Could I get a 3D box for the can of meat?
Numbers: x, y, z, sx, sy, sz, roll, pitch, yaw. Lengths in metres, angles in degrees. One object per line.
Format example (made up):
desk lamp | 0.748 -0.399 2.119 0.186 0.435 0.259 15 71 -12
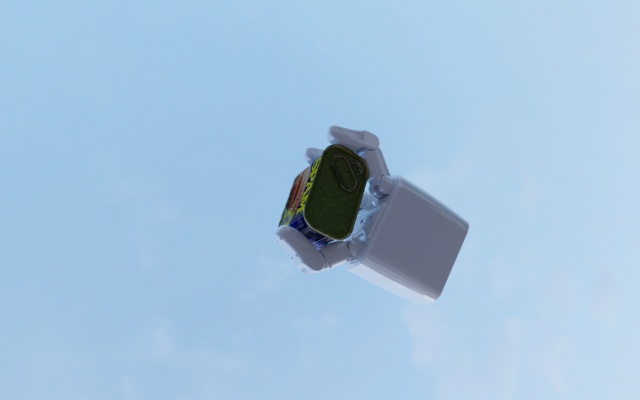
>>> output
can of meat | 0.000 0.002 0.521 0.057 0.102 0.084 27 -27 -17
